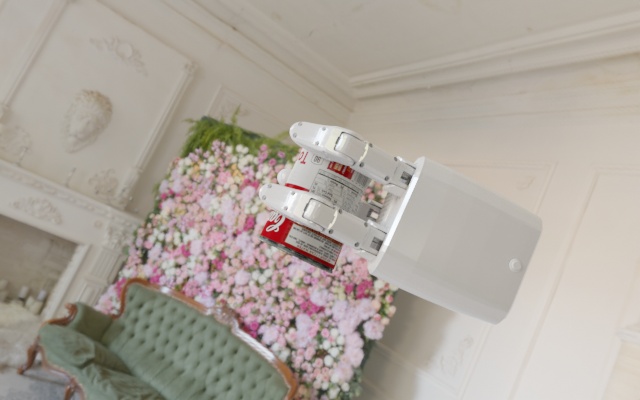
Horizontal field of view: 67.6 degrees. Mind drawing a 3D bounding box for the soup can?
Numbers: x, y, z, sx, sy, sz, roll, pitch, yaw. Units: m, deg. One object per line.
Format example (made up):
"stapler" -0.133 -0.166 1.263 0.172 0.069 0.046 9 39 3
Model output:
"soup can" 0.000 0.001 0.403 0.068 0.102 0.068 25 -7 3
